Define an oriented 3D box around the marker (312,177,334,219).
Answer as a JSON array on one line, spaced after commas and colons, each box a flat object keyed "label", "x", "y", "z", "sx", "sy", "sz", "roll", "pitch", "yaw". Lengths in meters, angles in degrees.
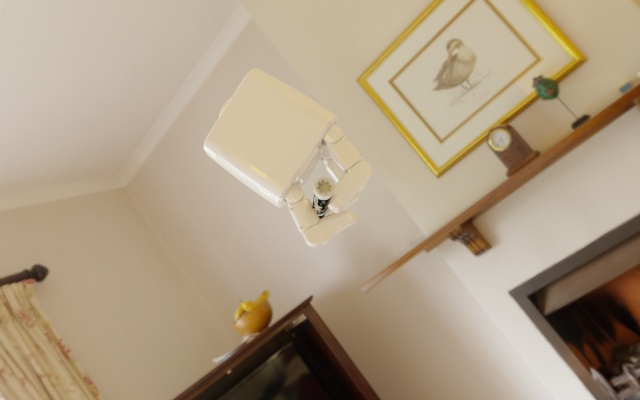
[{"label": "marker", "x": 0.000, "y": 0.002, "z": 0.498, "sx": 0.020, "sy": 0.020, "sz": 0.121, "roll": 0, "pitch": -14, "yaw": -3}]
